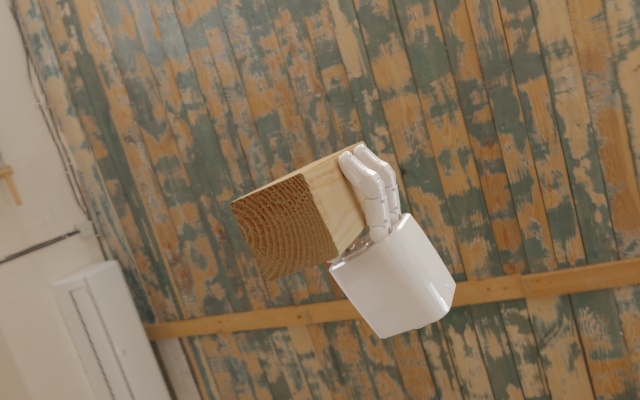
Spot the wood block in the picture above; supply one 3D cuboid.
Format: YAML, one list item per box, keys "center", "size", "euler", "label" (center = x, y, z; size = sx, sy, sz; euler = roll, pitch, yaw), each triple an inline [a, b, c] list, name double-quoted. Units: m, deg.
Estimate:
- center: [0.000, 0.002, 0.549]
  size: [0.091, 0.090, 0.206]
  euler: [-22, 5, 25]
  label: "wood block"
